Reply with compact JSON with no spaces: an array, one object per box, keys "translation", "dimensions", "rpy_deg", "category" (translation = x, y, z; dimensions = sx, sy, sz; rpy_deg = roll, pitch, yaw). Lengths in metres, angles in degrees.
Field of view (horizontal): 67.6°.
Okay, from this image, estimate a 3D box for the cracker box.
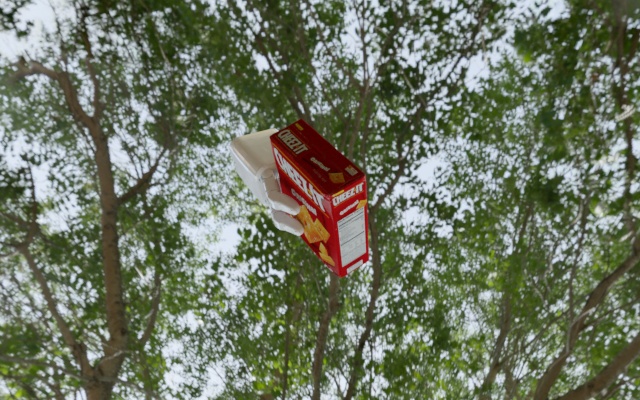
[{"translation":[0.000,0.003,0.769],"dimensions":[0.072,0.214,0.164],"rpy_deg":[-31,52,-19],"category":"cracker box"}]
